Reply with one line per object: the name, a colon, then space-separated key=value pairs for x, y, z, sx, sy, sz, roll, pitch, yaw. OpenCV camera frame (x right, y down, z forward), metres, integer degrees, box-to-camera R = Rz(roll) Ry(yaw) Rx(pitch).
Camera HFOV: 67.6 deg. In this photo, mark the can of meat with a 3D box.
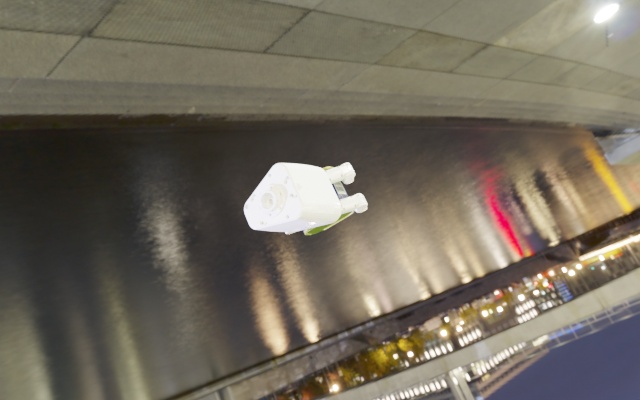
can of meat: x=0.000 y=0.003 z=0.840 sx=0.102 sy=0.084 sz=0.057 roll=-32 pitch=-19 yaw=25
